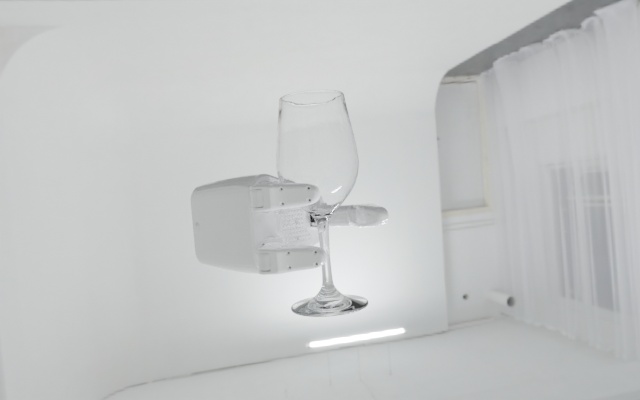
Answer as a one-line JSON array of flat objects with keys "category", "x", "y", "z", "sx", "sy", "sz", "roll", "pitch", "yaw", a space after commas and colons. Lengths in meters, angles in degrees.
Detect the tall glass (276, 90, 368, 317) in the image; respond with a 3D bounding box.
[{"category": "tall glass", "x": 0.000, "y": 0.002, "z": 0.453, "sx": 0.079, "sy": 0.201, "sz": 0.079, "roll": -5, "pitch": 2, "yaw": 0}]
